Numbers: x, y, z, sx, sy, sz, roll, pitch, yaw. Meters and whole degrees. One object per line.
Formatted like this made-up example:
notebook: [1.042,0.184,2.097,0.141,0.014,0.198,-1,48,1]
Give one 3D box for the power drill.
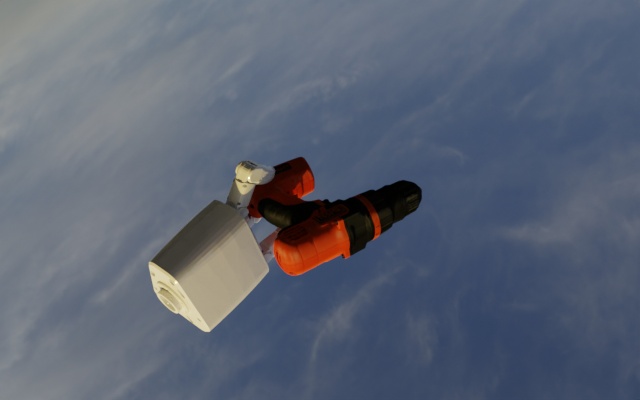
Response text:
power drill: [0.000,0.002,0.569,0.184,0.057,0.187,-23,28,-24]
